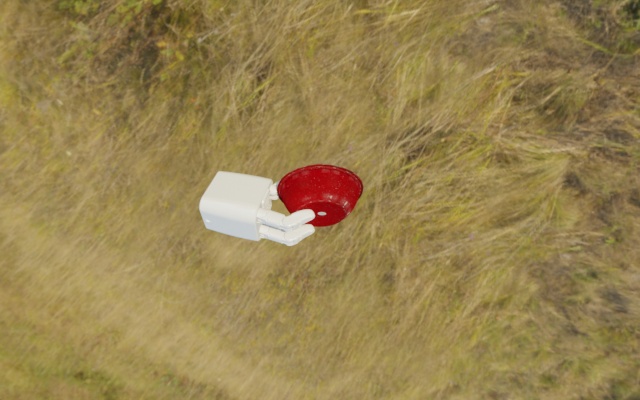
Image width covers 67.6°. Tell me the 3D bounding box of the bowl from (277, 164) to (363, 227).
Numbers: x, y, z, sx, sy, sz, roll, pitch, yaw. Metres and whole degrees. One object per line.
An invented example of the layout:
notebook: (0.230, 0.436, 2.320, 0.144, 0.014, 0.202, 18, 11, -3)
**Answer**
bowl: (0.001, 0.003, 0.874, 0.162, 0.055, 0.162, -2, -33, -1)
